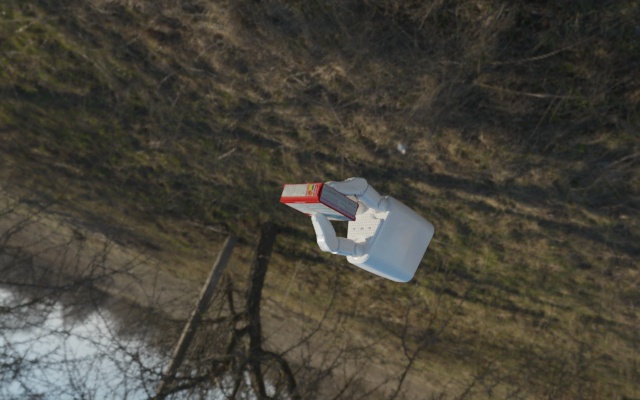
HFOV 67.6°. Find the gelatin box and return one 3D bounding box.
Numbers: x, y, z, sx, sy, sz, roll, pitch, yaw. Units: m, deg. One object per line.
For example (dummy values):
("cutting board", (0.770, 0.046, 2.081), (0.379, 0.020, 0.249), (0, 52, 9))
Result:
("gelatin box", (0.000, 0.003, 0.679), (0.073, 0.030, 0.089), (0, -19, 42))
